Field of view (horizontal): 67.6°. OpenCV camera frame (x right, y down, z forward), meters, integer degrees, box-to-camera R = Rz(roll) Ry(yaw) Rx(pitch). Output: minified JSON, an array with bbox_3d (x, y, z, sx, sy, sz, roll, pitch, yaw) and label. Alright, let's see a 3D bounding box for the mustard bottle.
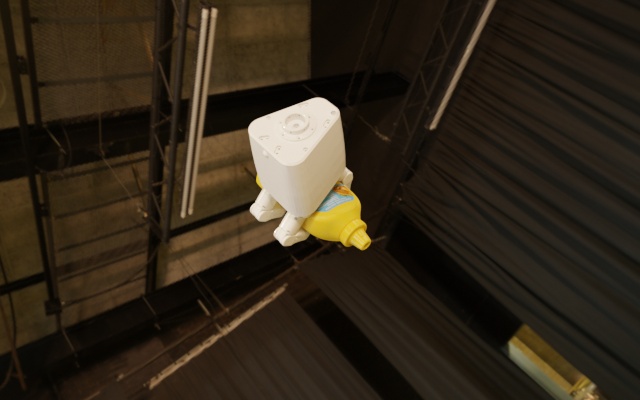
[{"bbox_3d":[0.000,0.002,0.684,0.096,0.058,0.191,-22,53,-39],"label":"mustard bottle"}]
